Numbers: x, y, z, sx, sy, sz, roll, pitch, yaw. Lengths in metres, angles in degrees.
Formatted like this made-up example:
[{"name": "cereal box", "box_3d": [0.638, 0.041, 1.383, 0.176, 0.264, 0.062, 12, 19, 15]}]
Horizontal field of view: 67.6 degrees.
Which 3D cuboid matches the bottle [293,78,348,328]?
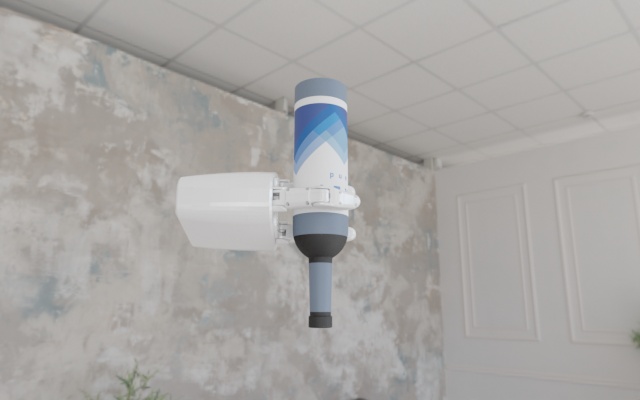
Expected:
[{"name": "bottle", "box_3d": [0.000, 0.002, 0.578, 0.069, 0.295, 0.069, 0, -12, 0]}]
